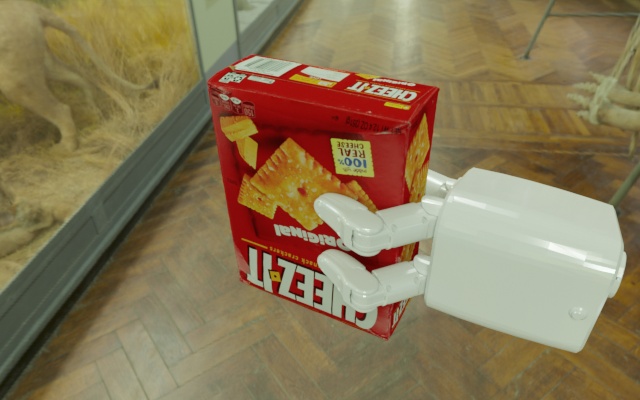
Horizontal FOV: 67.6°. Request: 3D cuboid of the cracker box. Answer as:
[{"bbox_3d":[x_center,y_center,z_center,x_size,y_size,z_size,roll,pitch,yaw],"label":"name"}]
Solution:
[{"bbox_3d":[0.000,0.001,0.402,0.164,0.214,0.072,17,39,24],"label":"cracker box"}]
